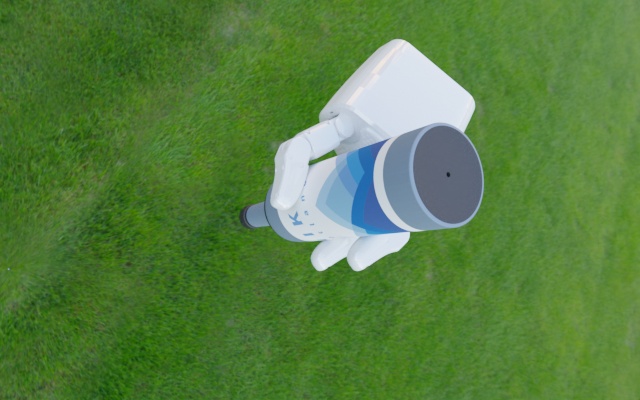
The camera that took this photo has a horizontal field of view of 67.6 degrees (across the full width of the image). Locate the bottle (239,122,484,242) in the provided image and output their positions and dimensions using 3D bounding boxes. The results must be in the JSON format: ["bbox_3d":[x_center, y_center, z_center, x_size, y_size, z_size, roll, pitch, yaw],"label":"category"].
[{"bbox_3d":[0.000,0.001,0.418,0.069,0.069,0.296,0,-7,-33],"label":"bottle"}]
